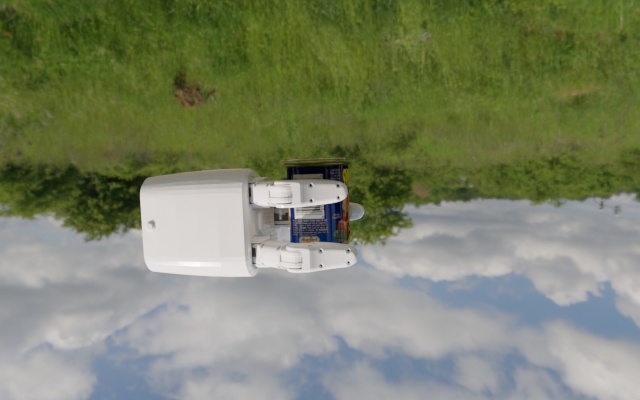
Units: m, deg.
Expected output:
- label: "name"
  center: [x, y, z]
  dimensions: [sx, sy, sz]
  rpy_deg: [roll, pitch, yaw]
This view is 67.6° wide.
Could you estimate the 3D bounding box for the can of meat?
- label: "can of meat"
  center: [0.000, 0.002, 0.460]
  dimensions: [0.057, 0.084, 0.102]
  rpy_deg: [-2, 4, 7]
